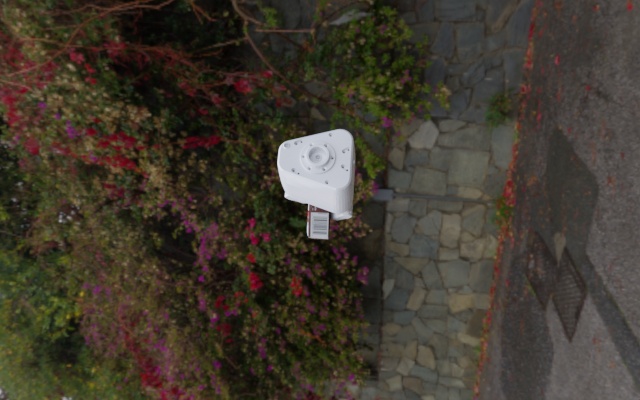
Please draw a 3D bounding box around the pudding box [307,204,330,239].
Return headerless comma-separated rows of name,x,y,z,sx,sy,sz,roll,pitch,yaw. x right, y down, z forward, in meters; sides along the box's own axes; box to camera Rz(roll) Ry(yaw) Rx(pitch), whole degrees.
pudding box,0.000,0.003,0.837,0.039,0.113,0.090,4,11,2
